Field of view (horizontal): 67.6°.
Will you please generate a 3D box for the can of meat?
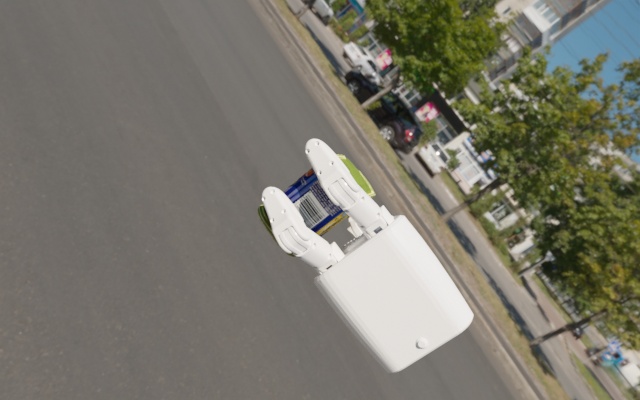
[{"bbox_3d":[0.000,0.001,0.456,0.084,0.057,0.102,-38,-5,14],"label":"can of meat"}]
